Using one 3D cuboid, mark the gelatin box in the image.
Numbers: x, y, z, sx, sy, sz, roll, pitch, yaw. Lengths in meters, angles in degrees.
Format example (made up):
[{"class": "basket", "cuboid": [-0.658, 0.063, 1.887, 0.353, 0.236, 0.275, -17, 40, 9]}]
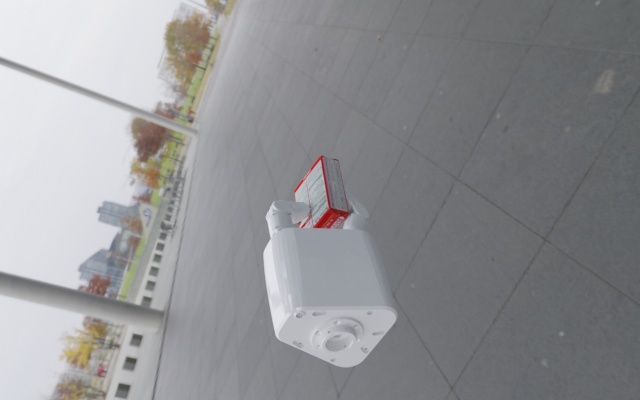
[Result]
[{"class": "gelatin box", "cuboid": [0.000, 0.002, 0.584, 0.030, 0.089, 0.073, 14, -44, -27]}]
